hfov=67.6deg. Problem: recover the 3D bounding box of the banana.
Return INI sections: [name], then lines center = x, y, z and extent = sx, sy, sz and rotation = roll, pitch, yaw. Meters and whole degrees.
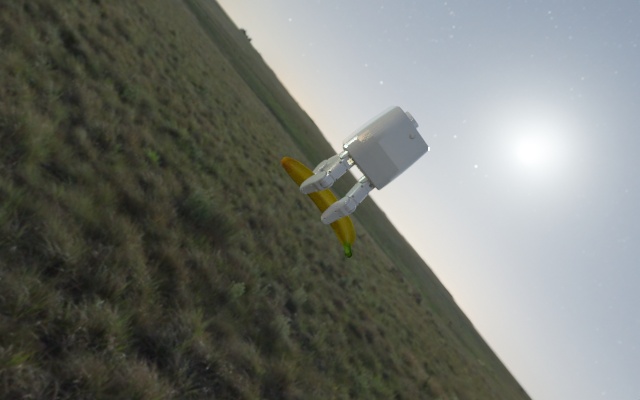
[banana]
center = 0.005, 0.003, 0.813
extent = 0.037, 0.198, 0.069
rotation = -36, 1, 13
